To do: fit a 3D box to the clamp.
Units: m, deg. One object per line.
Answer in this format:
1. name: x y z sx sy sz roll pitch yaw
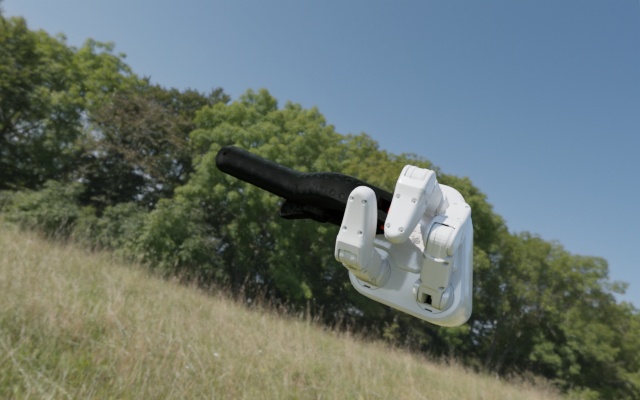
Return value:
1. clamp: 0.000 0.001 0.422 0.171 0.039 0.120 18 -10 28
